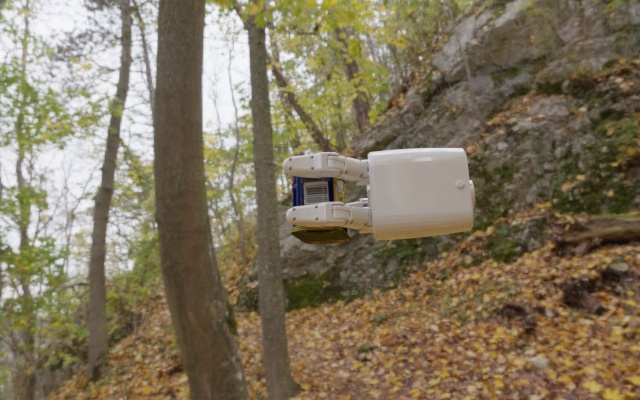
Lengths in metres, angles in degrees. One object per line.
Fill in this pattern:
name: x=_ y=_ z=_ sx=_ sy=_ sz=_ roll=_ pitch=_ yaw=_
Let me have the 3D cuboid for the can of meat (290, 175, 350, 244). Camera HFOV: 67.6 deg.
can of meat: x=0.000 y=0.002 z=0.556 sx=0.057 sy=0.084 sz=0.102 roll=-5 pitch=-14 yaw=11
